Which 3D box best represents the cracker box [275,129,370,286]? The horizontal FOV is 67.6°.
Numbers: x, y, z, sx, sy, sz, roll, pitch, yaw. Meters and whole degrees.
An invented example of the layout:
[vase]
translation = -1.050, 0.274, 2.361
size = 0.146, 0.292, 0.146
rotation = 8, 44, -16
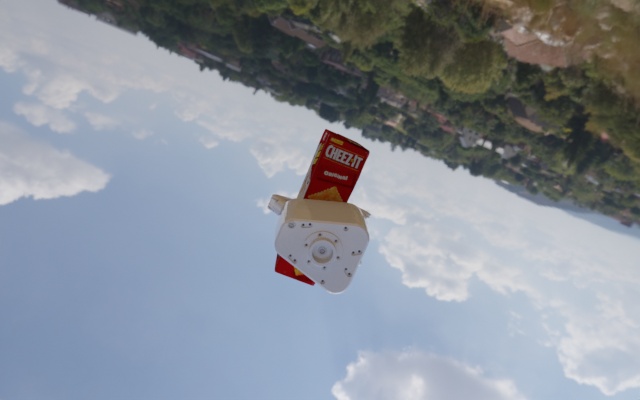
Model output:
[cracker box]
translation = 0.000, 0.003, 0.747
size = 0.072, 0.214, 0.164
rotation = 22, 10, -6
